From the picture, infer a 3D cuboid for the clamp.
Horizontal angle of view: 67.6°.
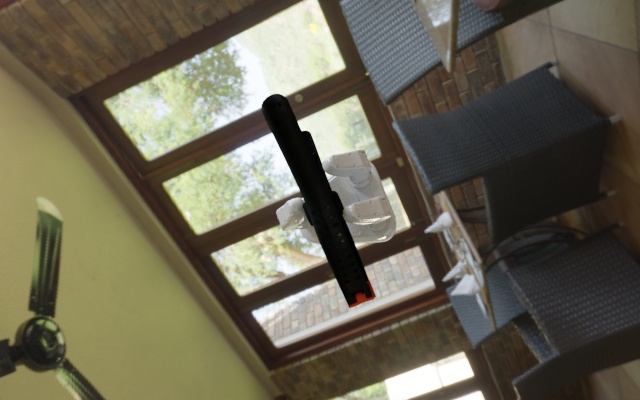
[{"bbox_3d":[0.000,0.002,0.468,0.036,0.210,0.164,-23,-13,6],"label":"clamp"}]
